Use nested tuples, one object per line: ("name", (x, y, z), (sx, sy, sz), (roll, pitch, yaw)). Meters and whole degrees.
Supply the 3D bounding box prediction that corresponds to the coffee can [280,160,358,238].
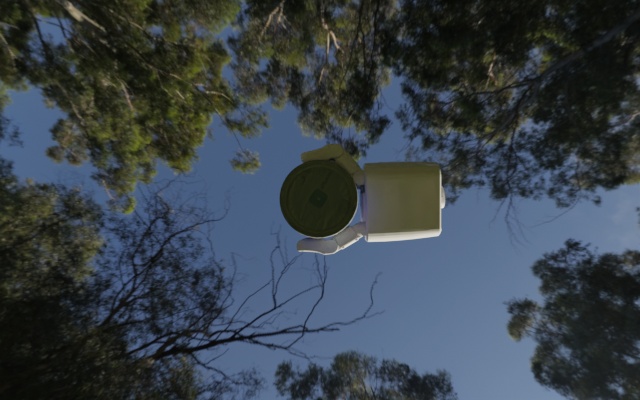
("coffee can", (0.000, 0.002, 0.689), (0.103, 0.103, 0.140), (0, -4, 2))
